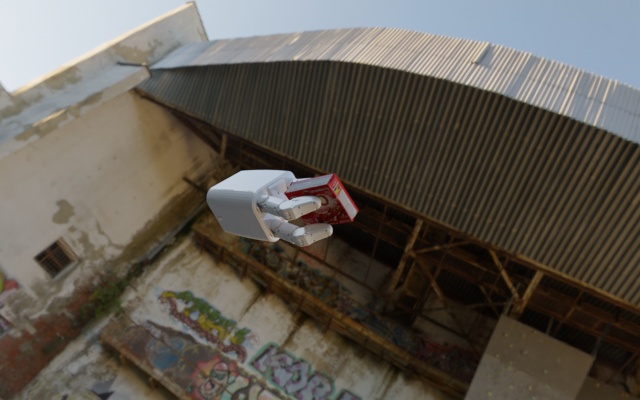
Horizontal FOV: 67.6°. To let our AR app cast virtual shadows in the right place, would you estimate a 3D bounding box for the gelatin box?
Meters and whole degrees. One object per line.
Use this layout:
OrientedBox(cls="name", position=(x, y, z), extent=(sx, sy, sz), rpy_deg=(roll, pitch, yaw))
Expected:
OrientedBox(cls="gelatin box", position=(0.001, 0.002, 0.709), extent=(0.089, 0.073, 0.030), rpy_deg=(-10, 35, 39))
